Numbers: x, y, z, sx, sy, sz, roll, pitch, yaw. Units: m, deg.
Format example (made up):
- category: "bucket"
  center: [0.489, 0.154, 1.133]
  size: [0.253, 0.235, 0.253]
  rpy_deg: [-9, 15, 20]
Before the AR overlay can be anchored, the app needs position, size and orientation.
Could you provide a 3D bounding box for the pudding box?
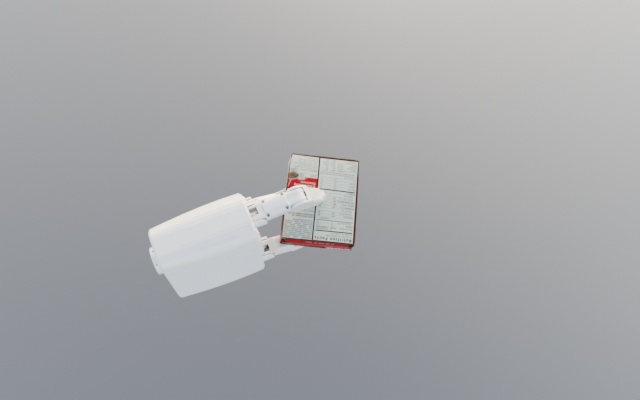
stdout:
- category: "pudding box"
  center: [0.000, 0.002, 0.589]
  size: [0.090, 0.113, 0.039]
  rpy_deg: [7, -15, -4]
